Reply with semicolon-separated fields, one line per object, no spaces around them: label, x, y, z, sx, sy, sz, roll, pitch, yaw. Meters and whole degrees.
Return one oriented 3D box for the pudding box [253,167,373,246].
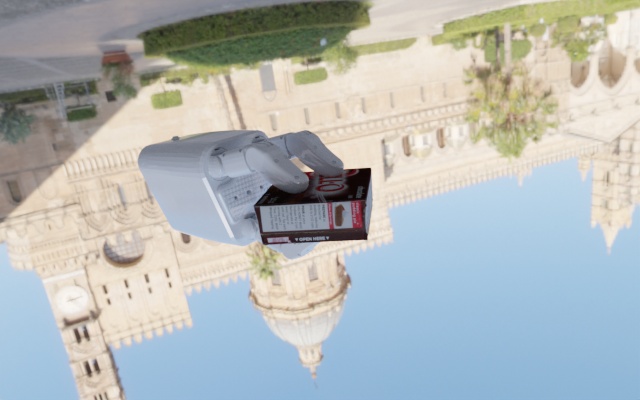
pudding box;0.000;0.002;0.421;0.090;0.039;0.113;-4;18;9
